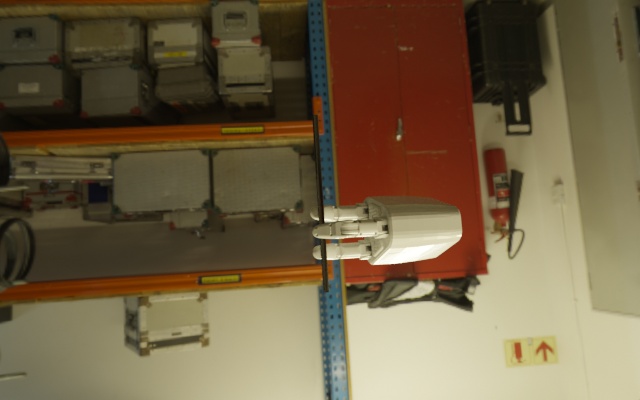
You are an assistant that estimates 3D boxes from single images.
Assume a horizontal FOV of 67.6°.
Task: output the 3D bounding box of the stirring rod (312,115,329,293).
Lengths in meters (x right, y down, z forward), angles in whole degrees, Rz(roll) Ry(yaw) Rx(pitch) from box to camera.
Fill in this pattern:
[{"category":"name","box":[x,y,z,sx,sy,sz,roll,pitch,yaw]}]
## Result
[{"category":"stirring rod","box":[0.000,0.002,0.645,0.011,0.239,0.011,-4,-6,0]}]
